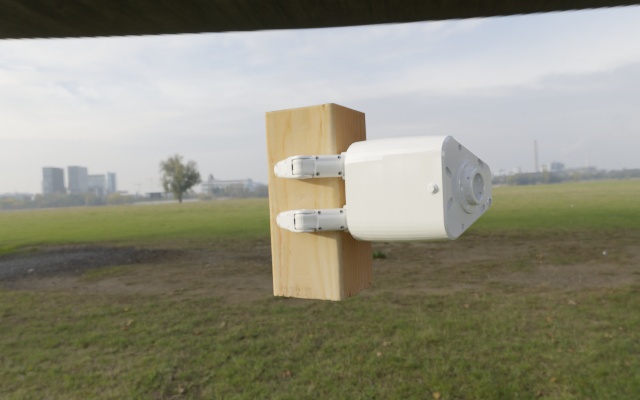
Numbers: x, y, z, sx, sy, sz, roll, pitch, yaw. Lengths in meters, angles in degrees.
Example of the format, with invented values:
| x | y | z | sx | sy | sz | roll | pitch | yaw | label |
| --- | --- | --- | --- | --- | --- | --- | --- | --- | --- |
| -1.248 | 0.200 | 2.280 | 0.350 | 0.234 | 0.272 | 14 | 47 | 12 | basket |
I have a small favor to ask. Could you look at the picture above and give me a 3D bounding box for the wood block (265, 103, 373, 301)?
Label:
| x | y | z | sx | sy | sz | roll | pitch | yaw | label |
| --- | --- | --- | --- | --- | --- | --- | --- | --- | --- |
| 0.001 | 0.002 | 0.553 | 0.090 | 0.206 | 0.091 | -2 | 1 | 29 | wood block |
